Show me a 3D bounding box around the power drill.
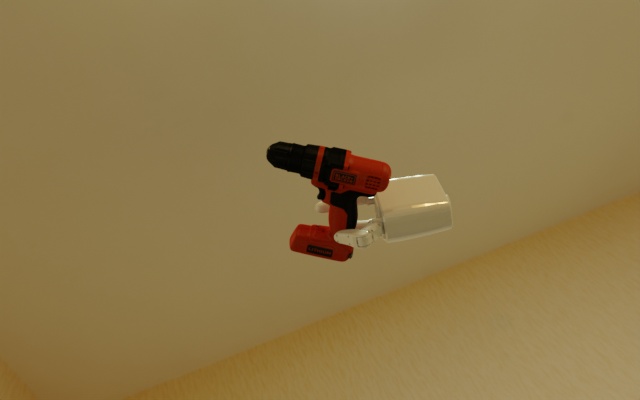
[{"bbox_3d":[0.000,0.003,0.737,0.184,0.188,0.057,13,38,2],"label":"power drill"}]
